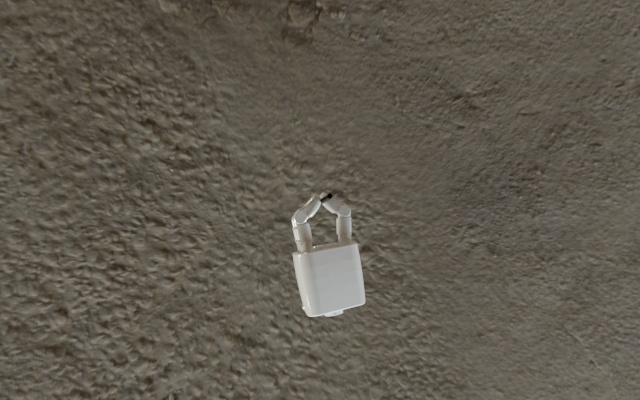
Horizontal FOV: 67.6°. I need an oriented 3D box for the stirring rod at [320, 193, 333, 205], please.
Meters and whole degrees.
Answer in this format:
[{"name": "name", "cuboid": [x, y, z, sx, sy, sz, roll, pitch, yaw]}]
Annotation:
[{"name": "stirring rod", "cuboid": [0.000, 0.003, 0.820, 0.011, 0.011, 0.239, 0, -4, -7]}]
